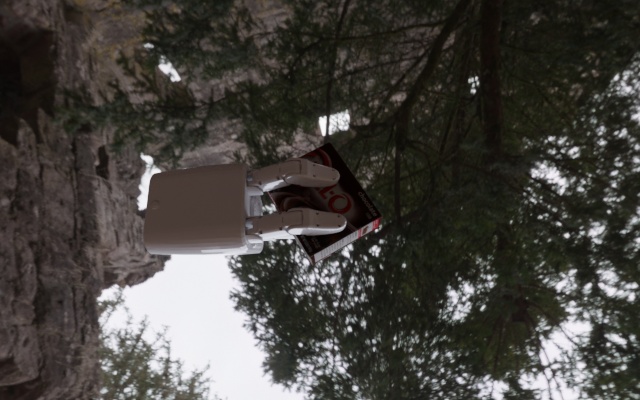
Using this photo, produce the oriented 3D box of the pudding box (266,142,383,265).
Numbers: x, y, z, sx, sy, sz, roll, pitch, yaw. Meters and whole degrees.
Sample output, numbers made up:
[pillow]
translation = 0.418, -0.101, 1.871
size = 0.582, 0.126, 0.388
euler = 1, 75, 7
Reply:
[pudding box]
translation = 0.000, 0.002, 0.527
size = 0.090, 0.113, 0.039
euler = -29, -22, -10
